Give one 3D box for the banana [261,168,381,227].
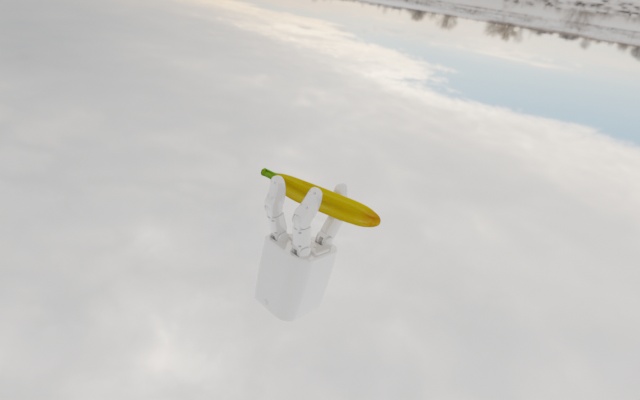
[{"bbox_3d":[0.004,0.001,0.714,0.198,0.037,0.069,22,7,20],"label":"banana"}]
